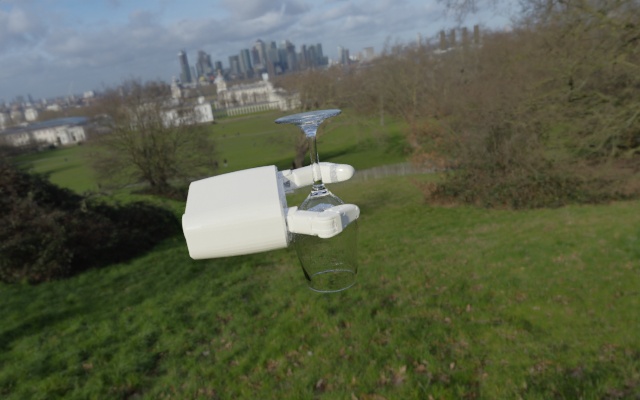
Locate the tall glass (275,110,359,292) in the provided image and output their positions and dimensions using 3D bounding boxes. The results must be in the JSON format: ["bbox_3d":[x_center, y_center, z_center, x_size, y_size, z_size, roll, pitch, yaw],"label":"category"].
[{"bbox_3d":[0.000,0.001,0.549,0.079,0.201,0.079,-8,16,2],"label":"tall glass"}]
